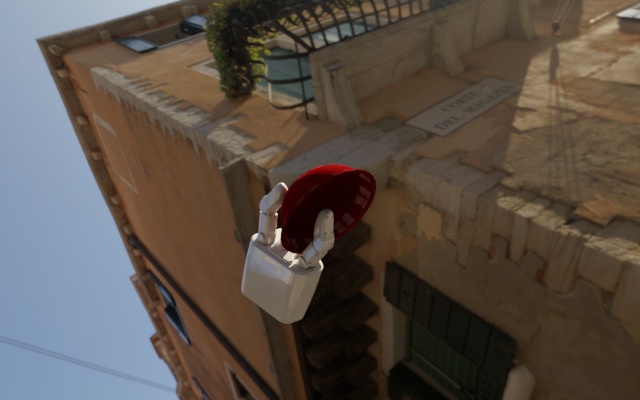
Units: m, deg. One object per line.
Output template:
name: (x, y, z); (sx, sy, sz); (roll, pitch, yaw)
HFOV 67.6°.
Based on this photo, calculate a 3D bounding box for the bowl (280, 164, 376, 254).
bowl: (0.001, 0.001, 0.686); (0.162, 0.162, 0.055); (0, 42, -47)
